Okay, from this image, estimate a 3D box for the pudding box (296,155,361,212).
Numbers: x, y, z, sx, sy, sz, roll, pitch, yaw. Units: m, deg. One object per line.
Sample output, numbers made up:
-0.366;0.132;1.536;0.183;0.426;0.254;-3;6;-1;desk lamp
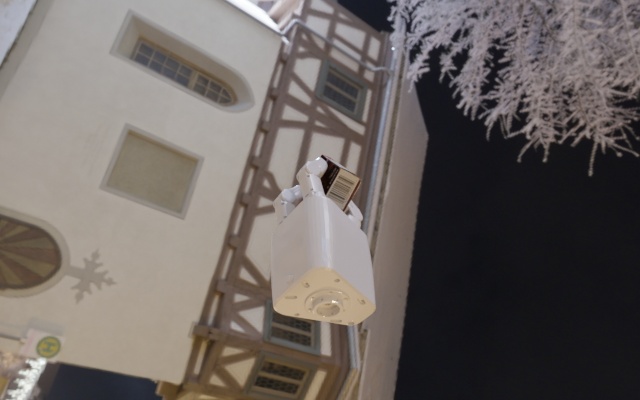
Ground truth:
0.000;0.002;0.638;0.039;0.113;0.090;29;7;-22;pudding box
